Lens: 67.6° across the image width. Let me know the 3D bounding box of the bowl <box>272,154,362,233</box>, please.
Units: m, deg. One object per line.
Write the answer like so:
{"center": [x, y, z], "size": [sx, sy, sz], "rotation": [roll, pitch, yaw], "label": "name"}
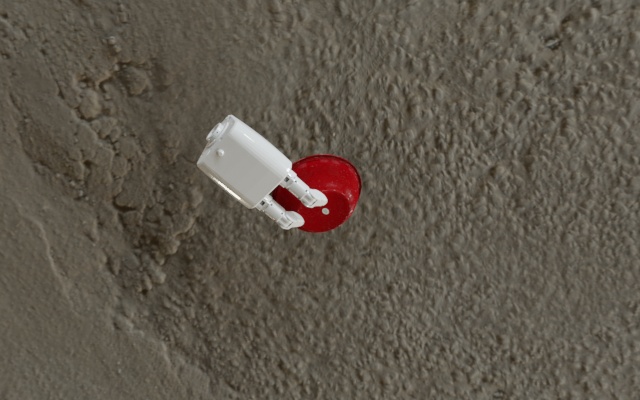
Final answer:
{"center": [0.001, 0.003, 0.818], "size": [0.162, 0.162, 0.055], "rotation": [0, 38, -17], "label": "bowl"}
